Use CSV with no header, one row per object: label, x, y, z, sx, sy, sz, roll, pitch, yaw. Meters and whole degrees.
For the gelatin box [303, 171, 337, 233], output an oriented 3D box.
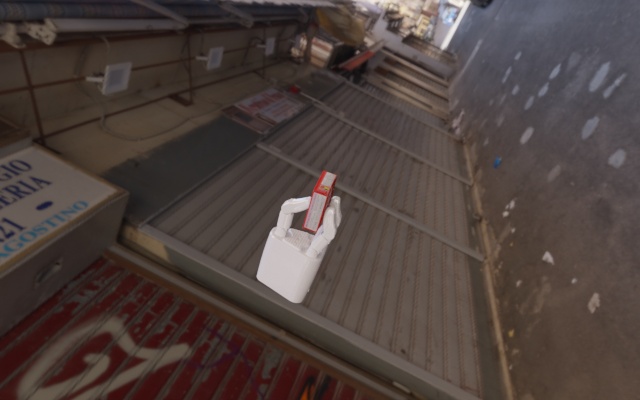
gelatin box,0.000,0.002,0.858,0.030,0.089,0.073,19,36,5
